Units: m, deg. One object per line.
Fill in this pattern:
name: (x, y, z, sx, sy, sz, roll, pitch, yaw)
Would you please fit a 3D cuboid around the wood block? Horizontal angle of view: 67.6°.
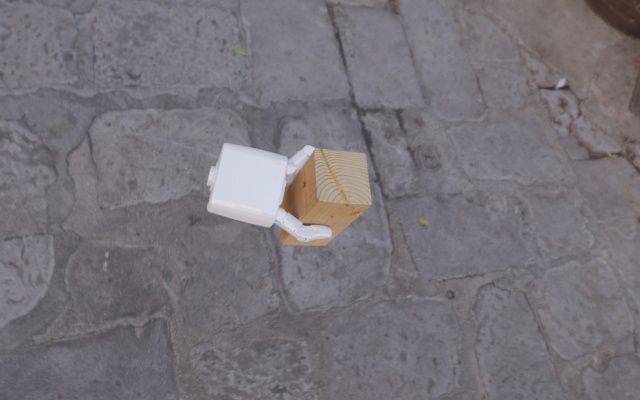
wood block: (0.000, 0.003, 0.812, 0.090, 0.090, 0.206, 4, -24, -19)
